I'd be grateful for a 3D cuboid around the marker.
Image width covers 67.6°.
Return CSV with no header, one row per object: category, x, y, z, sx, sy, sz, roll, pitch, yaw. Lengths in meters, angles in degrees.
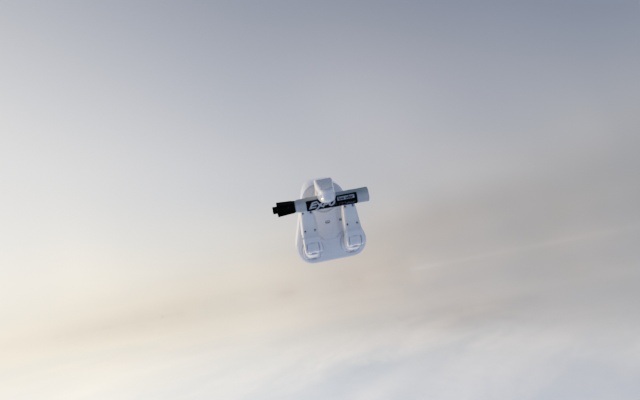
marker,0.000,0.002,0.595,0.121,0.020,0.020,-10,0,-3
